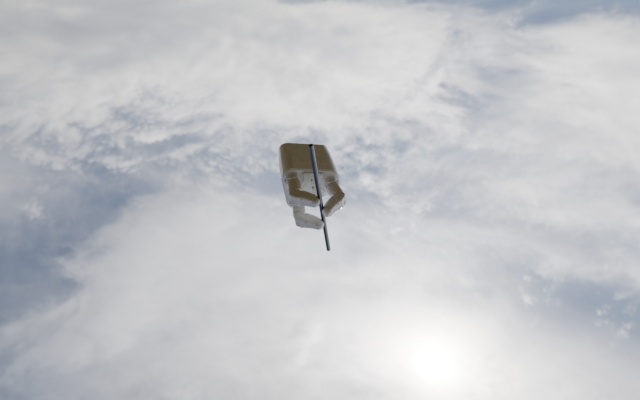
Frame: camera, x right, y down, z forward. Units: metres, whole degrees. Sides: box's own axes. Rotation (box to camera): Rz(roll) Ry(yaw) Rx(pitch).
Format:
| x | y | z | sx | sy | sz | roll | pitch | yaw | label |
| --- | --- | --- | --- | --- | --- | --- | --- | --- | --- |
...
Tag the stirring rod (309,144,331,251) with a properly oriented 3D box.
| x | y | z | sx | sy | sz | roll | pitch | yaw | label |
| --- | --- | --- | --- | --- | --- | --- | --- | --- | --- |
| 0.000 | 0.003 | 0.847 | 0.011 | 0.240 | 0.011 | -6 | 39 | 5 | stirring rod |
